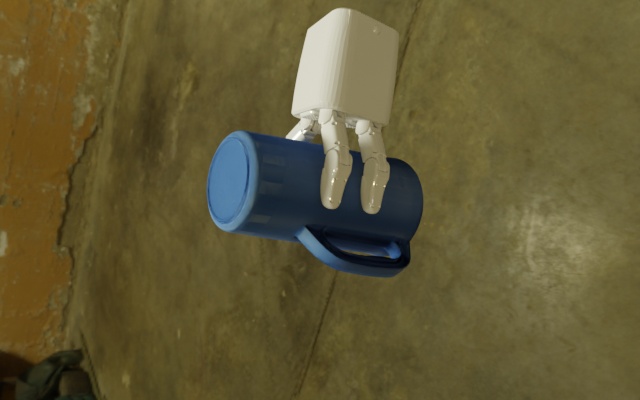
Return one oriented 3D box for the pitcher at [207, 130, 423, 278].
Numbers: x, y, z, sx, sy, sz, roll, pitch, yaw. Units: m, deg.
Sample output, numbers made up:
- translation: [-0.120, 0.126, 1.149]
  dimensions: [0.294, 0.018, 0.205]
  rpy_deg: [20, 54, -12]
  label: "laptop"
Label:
- translation: [0.000, 0.002, 0.561]
  dimensions: [0.243, 0.145, 0.149]
  rpy_deg: [9, 3, -38]
  label: "pitcher"
